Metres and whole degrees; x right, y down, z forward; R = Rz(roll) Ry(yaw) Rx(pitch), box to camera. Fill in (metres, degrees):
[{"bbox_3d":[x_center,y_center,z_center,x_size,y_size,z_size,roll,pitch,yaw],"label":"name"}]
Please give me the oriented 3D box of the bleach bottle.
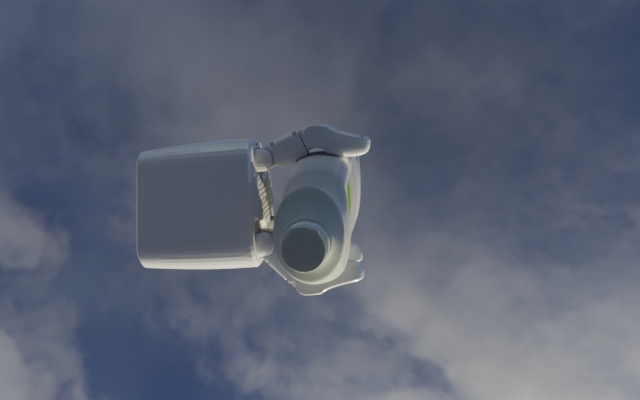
[{"bbox_3d":[0.000,0.001,0.414,0.068,0.102,0.251,-3,9,6],"label":"bleach bottle"}]
